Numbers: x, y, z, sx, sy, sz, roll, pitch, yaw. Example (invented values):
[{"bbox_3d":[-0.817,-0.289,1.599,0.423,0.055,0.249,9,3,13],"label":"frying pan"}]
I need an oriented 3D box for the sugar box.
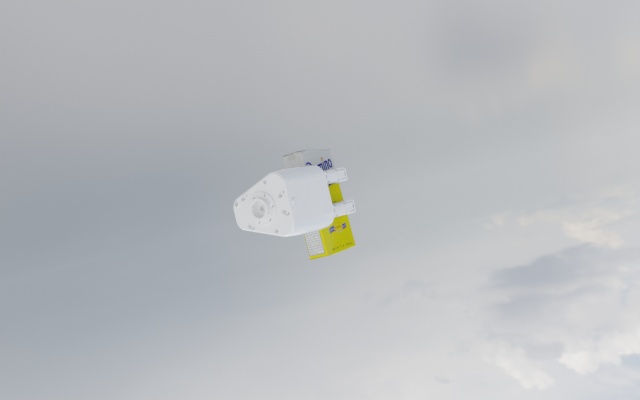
[{"bbox_3d":[0.001,0.003,0.801,0.048,0.176,0.093,-14,-1,33],"label":"sugar box"}]
